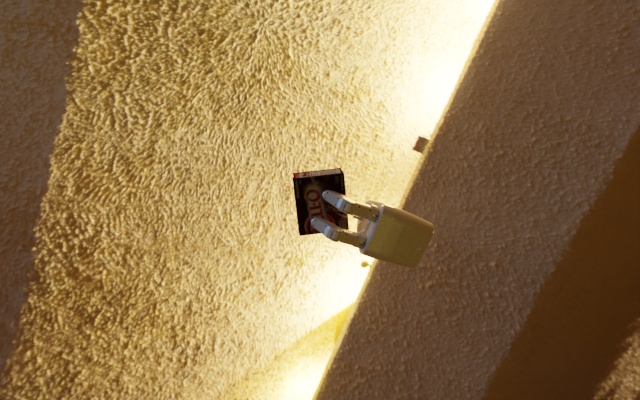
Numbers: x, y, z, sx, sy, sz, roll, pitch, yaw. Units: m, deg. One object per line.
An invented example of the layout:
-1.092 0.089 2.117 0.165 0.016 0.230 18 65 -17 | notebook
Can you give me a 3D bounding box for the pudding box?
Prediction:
0.000 0.003 0.845 0.090 0.113 0.039 -7 20 -2 | pudding box
